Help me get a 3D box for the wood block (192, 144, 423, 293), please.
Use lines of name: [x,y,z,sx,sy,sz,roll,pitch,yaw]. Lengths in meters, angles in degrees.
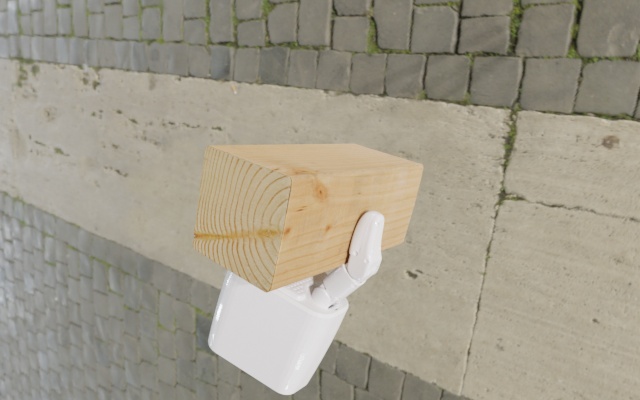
wood block: [0.000,0.002,0.433,0.091,0.090,0.206,23,19,33]
